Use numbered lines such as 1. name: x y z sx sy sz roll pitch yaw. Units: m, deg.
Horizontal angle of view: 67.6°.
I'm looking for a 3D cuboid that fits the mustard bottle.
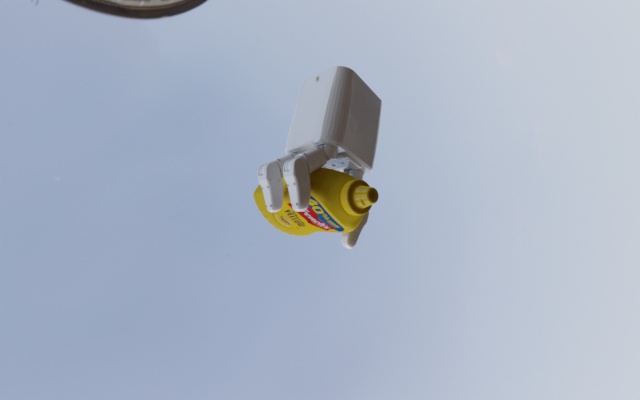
1. mustard bottle: 0.000 0.002 0.598 0.096 0.058 0.191 47 -31 -24
